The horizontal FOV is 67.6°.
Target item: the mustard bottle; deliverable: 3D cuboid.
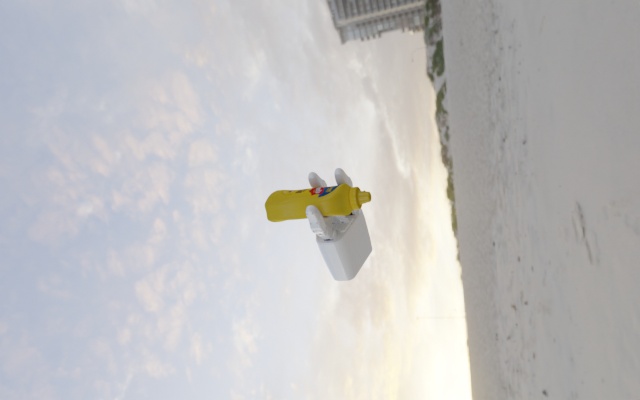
[{"bbox_3d":[0.000,0.003,0.883,0.191,0.058,0.096,-5,11,22],"label":"mustard bottle"}]
